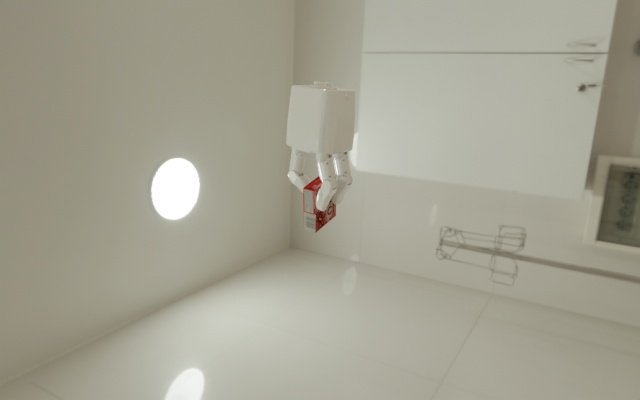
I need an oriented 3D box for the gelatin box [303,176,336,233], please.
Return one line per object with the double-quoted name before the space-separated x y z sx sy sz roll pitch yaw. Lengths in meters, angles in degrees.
"gelatin box" 0.000 0.003 0.871 0.030 0.089 0.073 16 32 27
